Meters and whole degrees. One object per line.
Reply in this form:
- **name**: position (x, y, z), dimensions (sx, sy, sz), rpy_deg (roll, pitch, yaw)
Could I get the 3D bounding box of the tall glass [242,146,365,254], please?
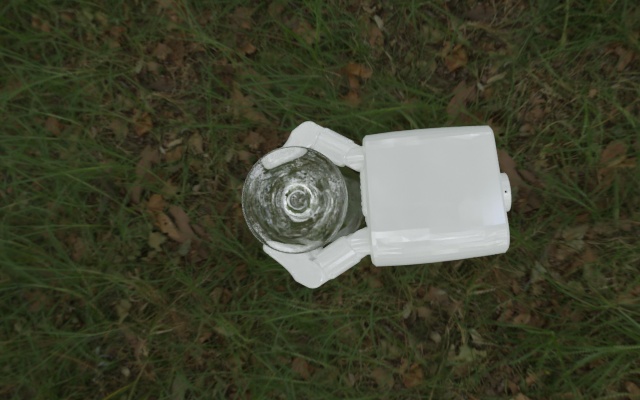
- **tall glass**: position (0.000, 0.001, 0.422), dimensions (0.079, 0.079, 0.201), rpy_deg (0, -1, 10)
